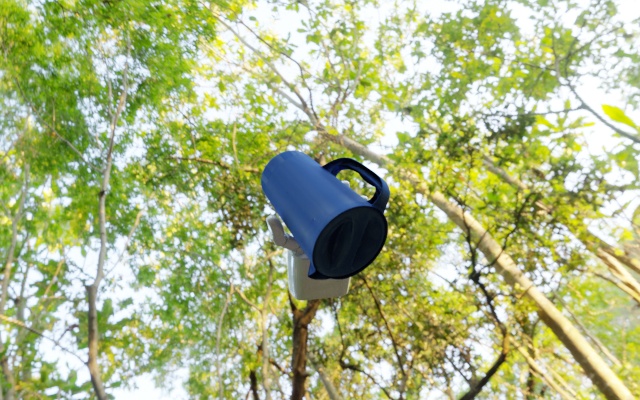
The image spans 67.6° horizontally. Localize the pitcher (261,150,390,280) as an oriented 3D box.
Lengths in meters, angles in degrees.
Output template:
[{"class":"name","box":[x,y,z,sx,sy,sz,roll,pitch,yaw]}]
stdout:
[{"class":"pitcher","box":[0.000,0.003,0.797,0.149,0.145,0.242,-16,37,-23]}]
